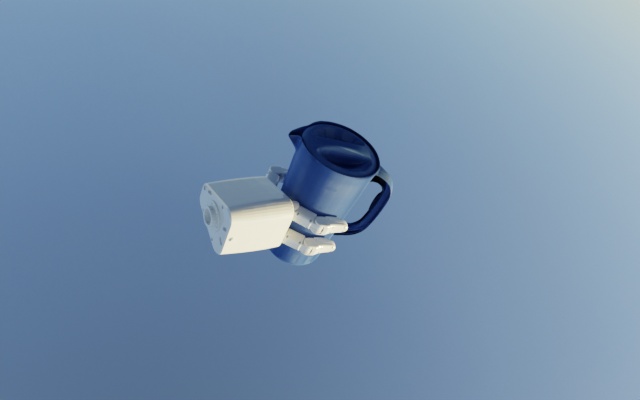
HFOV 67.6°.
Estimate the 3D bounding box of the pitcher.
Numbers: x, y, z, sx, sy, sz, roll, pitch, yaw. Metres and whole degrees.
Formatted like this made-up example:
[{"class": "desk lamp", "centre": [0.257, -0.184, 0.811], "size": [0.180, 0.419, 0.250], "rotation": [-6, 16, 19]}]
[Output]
[{"class": "pitcher", "centre": [0.000, 0.003, 0.807], "size": [0.145, 0.149, 0.243], "rotation": [-8, -40, -36]}]
